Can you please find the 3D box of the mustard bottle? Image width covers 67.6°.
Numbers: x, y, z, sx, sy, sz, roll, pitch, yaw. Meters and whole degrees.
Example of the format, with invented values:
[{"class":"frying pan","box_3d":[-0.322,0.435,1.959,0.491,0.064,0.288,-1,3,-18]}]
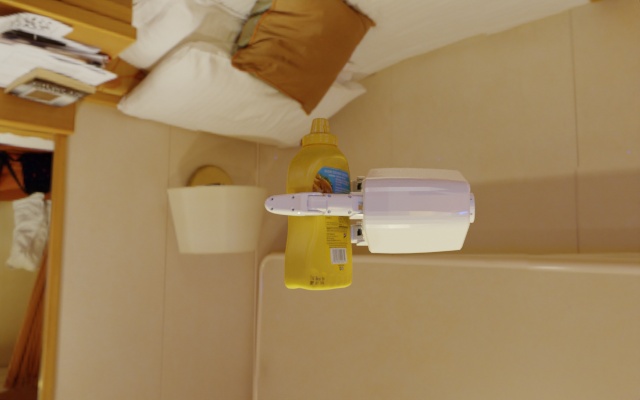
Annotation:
[{"class":"mustard bottle","box_3d":[0.000,0.002,0.541,0.058,0.191,0.096,-3,-7,35]}]
